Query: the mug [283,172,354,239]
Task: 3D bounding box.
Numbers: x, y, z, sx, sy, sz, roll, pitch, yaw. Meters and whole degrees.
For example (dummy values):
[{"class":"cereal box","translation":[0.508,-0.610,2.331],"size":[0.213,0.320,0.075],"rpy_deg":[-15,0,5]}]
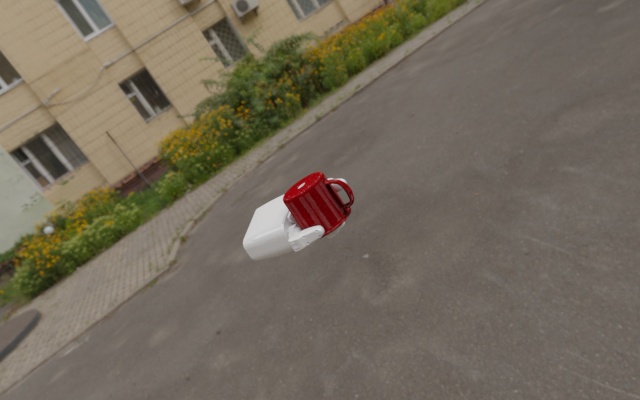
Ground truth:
[{"class":"mug","translation":[0.001,0.002,0.784],"size":[0.117,0.081,0.093],"rpy_deg":[-24,20,33]}]
